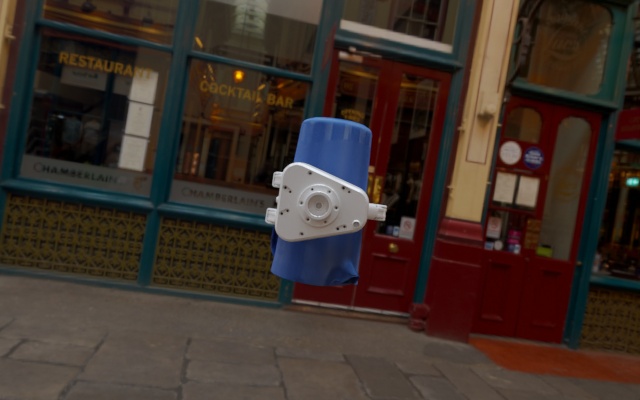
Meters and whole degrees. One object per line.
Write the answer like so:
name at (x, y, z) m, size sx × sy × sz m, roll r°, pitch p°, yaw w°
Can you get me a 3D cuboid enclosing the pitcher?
pitcher at (0.000, 0.002, 0.731) m, size 0.149 × 0.243 × 0.145 m, roll 9°, pitch 0°, yaw 3°
